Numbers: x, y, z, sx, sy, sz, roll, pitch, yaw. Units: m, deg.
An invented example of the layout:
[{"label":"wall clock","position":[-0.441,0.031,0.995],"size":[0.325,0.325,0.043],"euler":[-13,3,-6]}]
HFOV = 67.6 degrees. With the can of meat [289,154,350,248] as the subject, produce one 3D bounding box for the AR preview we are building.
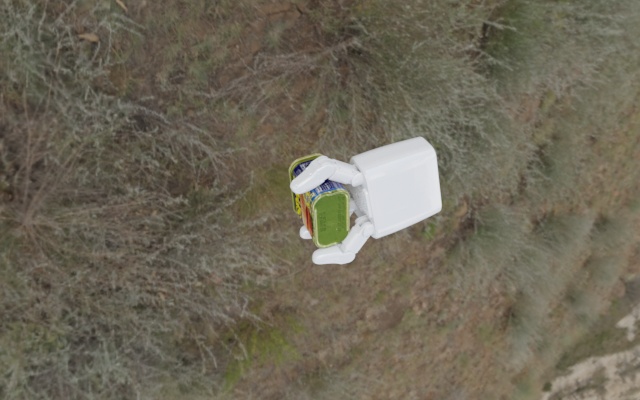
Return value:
[{"label":"can of meat","position":[0.000,0.002,0.652],"size":[0.057,0.102,0.084],"euler":[-17,43,-15]}]
